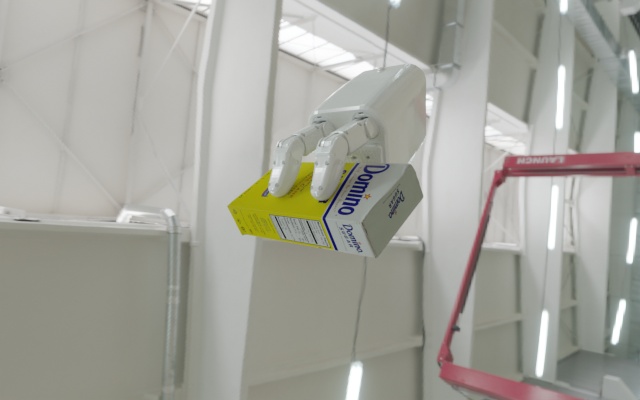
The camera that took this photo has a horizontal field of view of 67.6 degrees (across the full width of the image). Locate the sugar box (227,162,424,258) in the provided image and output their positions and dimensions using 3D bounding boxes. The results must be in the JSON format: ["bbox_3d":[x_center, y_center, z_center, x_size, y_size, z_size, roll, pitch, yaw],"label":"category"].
[{"bbox_3d":[0.000,0.001,0.469,0.176,0.048,0.093,2,37,42],"label":"sugar box"}]
